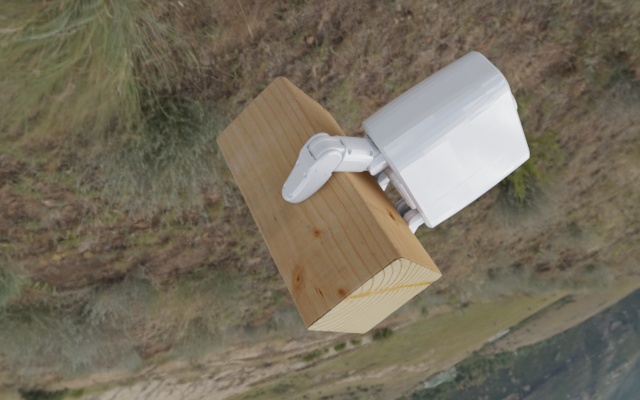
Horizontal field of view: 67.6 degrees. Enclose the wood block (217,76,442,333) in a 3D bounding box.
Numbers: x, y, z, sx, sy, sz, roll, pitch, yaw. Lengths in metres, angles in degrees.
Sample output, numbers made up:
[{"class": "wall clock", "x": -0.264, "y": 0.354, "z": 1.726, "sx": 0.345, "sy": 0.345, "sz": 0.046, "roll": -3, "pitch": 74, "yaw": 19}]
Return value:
[{"class": "wood block", "x": 0.000, "y": 0.001, "z": 0.419, "sx": 0.090, "sy": 0.206, "sz": 0.091, "roll": -41, "pitch": -33, "yaw": 16}]
